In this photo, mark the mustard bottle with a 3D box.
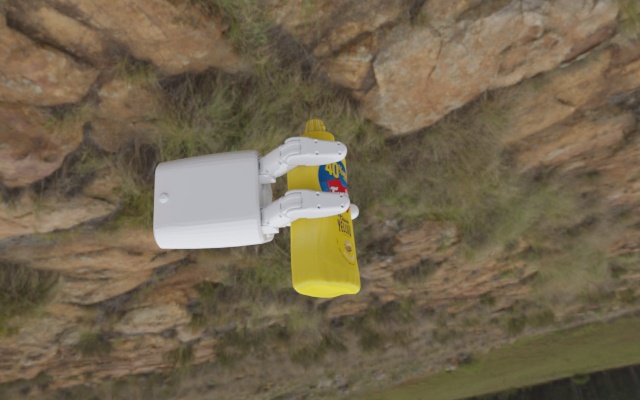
[{"bbox_3d":[0.000,0.002,0.507,0.058,0.191,0.096,-14,-22,24],"label":"mustard bottle"}]
